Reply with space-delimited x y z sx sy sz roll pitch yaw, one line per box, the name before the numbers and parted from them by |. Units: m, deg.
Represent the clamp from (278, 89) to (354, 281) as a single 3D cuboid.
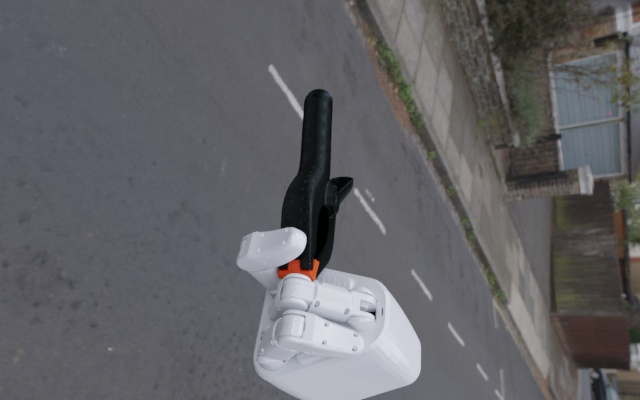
clamp | 0.001 0.001 0.417 0.039 0.171 0.120 -3 -36 24
